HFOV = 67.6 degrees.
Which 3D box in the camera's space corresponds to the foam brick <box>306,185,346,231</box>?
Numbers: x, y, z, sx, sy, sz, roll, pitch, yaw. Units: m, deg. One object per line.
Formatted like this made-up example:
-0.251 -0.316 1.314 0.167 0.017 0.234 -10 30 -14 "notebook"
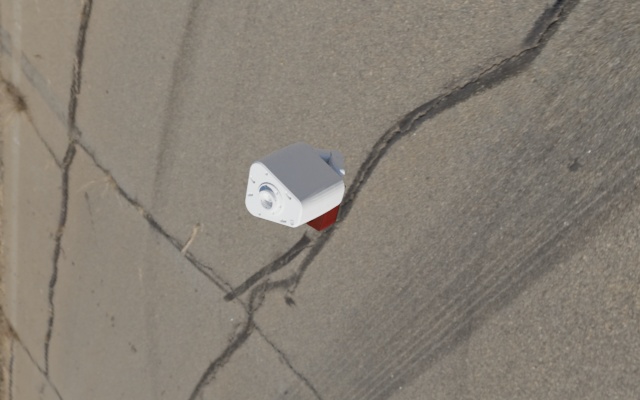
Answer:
0.000 0.003 0.809 0.053 0.078 0.051 30 35 24 "foam brick"
